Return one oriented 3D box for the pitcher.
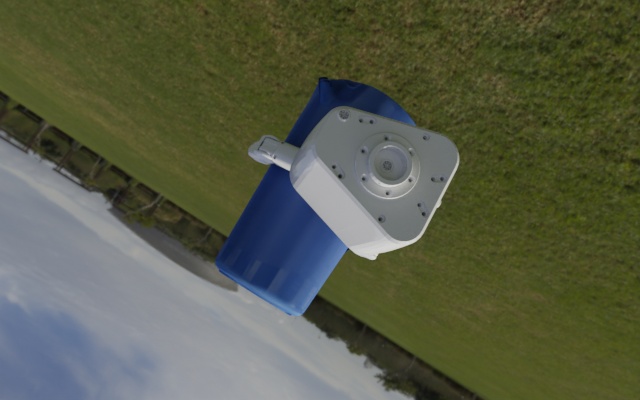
[{"bbox_3d":[0.000,0.002,0.529,0.149,0.242,0.145,33,-12,-4],"label":"pitcher"}]
